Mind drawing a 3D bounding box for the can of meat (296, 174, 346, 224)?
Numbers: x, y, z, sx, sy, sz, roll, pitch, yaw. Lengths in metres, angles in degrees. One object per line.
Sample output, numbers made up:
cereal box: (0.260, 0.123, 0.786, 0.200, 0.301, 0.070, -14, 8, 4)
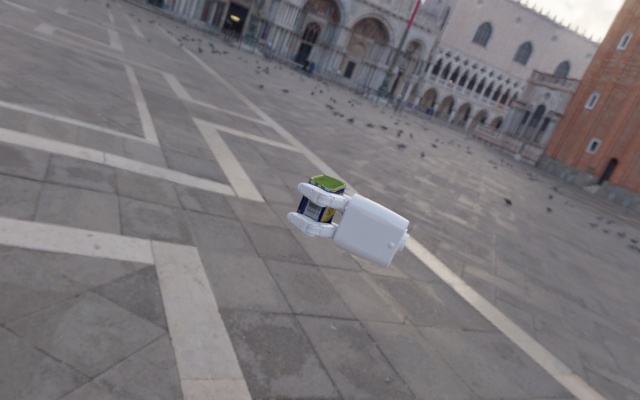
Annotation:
can of meat: (0.000, 0.002, 0.860, 0.057, 0.084, 0.102, 26, 15, 13)
